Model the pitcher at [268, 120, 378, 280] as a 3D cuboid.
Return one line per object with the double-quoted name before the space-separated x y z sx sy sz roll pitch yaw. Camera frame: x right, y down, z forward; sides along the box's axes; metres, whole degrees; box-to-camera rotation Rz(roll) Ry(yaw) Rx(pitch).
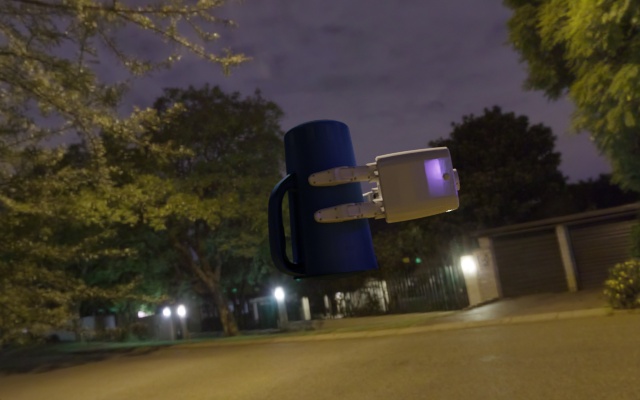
"pitcher" 0.000 0.002 0.750 0.145 0.243 0.149 -10 -9 10
